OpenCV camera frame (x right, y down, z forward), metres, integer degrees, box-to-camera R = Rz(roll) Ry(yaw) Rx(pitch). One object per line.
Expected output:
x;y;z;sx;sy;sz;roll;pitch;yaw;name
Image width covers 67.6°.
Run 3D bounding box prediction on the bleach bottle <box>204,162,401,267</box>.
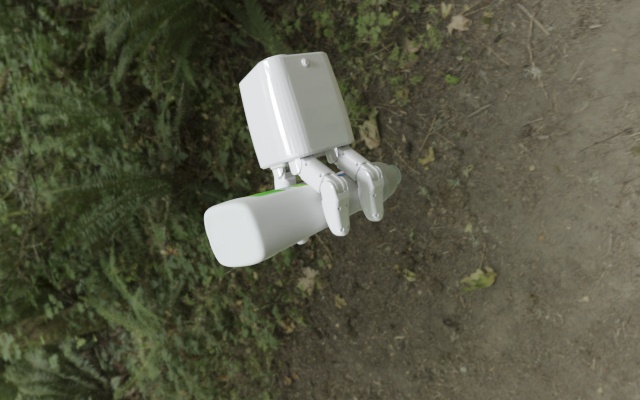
0.000;0.002;0.555;0.251;0.068;0.102;-21;6;-40;bleach bottle
